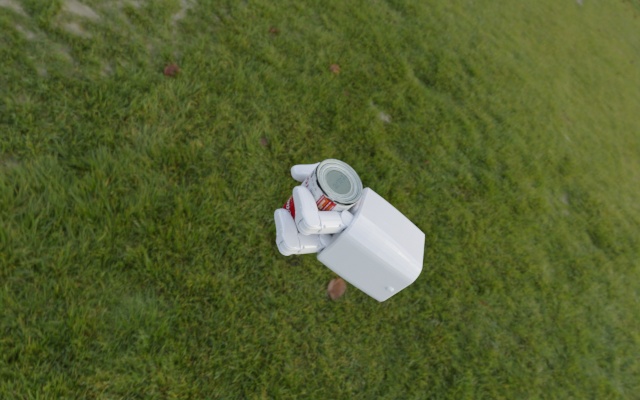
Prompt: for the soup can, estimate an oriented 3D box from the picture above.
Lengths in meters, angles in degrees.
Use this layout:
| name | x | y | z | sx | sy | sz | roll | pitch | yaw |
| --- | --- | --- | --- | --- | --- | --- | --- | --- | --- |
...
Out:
| name | x | y | z | sx | sy | sz | roll | pitch | yaw |
| --- | --- | --- | --- | --- | --- | --- | --- | --- | --- |
| soup can | 0.000 | 0.001 | 0.615 | 0.068 | 0.068 | 0.102 | 0 | -31 | -33 |
